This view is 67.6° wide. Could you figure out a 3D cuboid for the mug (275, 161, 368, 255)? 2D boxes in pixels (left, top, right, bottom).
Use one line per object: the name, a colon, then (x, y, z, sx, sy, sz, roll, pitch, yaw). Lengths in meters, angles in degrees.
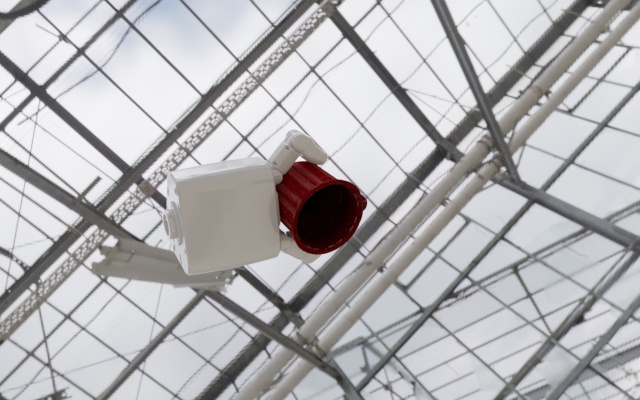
mug: (0.001, 0.001, 0.565, 0.117, 0.093, 0.081, -10, 29, -29)
